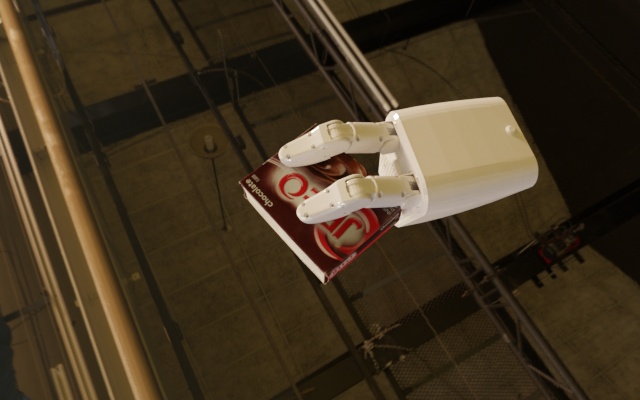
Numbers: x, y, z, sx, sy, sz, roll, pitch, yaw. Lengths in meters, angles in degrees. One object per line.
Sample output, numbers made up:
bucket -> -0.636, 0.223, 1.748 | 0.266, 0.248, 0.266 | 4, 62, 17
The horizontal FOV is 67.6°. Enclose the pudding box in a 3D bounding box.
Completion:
pudding box -> 0.000, 0.001, 0.414 | 0.090, 0.113, 0.039 | -39, -20, -18
